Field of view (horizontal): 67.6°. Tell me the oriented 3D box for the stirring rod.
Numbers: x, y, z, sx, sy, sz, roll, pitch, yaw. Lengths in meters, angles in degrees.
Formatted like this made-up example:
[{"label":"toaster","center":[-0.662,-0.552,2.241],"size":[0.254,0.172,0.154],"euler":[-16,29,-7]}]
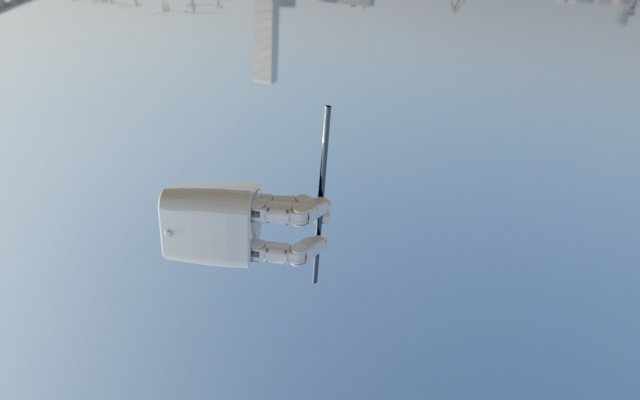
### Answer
[{"label":"stirring rod","center":[0.000,0.002,0.587],"size":[0.011,0.240,0.011],"euler":[4,27,-2]}]
